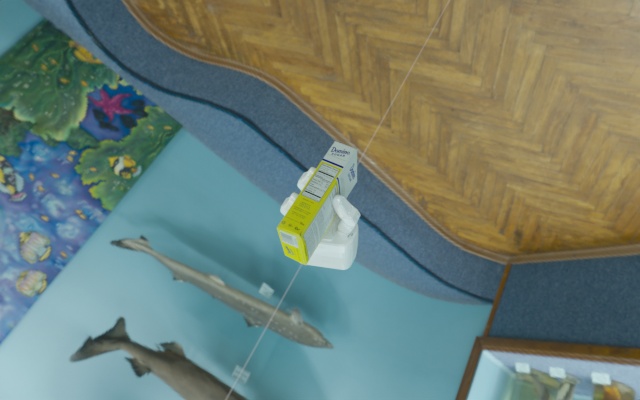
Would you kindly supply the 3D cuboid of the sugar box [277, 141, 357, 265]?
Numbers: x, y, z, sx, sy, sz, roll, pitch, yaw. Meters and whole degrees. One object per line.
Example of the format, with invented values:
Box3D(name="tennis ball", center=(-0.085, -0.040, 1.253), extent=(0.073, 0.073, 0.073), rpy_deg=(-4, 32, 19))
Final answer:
Box3D(name="sugar box", center=(0.000, 0.002, 0.738), extent=(0.048, 0.176, 0.093), rpy_deg=(21, -29, 17))
